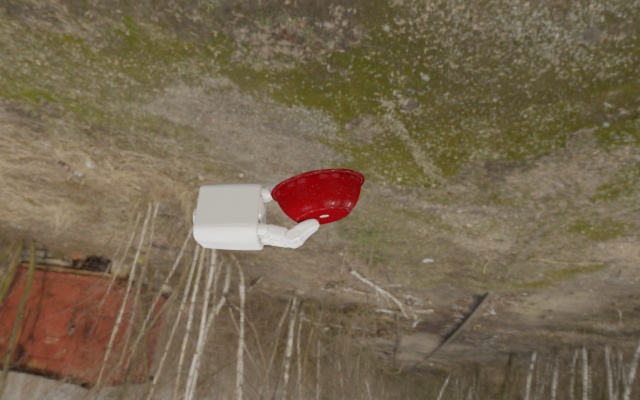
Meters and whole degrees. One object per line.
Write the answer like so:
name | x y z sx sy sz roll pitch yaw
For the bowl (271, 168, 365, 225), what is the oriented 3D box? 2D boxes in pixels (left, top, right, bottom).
bowl | 0.001 0.003 0.801 0.162 0.055 0.162 -10 -18 -3
